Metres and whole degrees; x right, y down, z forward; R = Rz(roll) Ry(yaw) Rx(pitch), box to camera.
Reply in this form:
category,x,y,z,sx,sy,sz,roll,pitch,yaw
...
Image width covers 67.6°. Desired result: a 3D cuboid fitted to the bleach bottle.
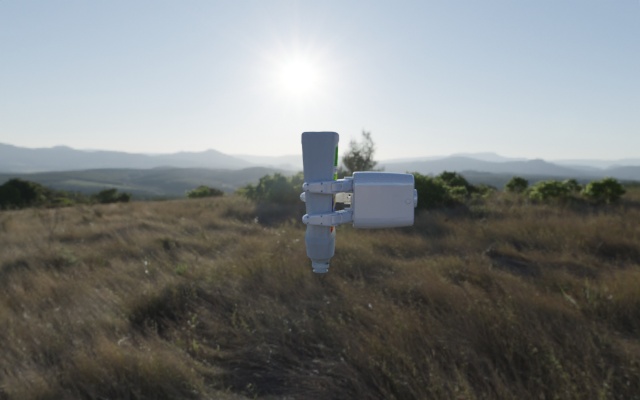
category,x,y,z,sx,sy,sz,roll,pitch,yaw
bleach bottle,0.000,0.003,0.862,0.068,0.251,0.102,0,6,5
